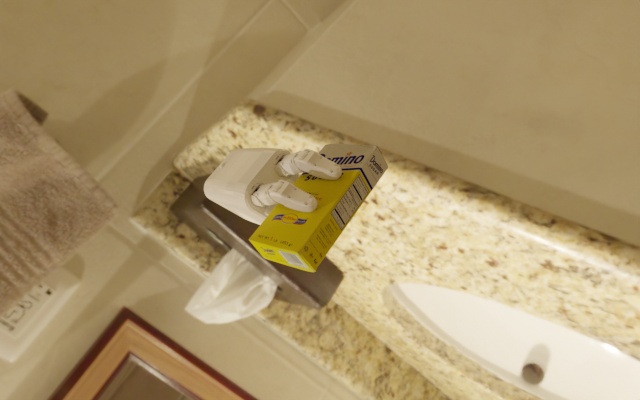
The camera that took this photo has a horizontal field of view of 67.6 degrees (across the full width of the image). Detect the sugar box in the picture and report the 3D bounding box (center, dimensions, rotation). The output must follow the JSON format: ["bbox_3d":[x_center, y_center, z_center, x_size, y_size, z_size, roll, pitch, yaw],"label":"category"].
[{"bbox_3d":[0.000,0.002,0.594,0.093,0.176,0.048,9,-35,43],"label":"sugar box"}]
